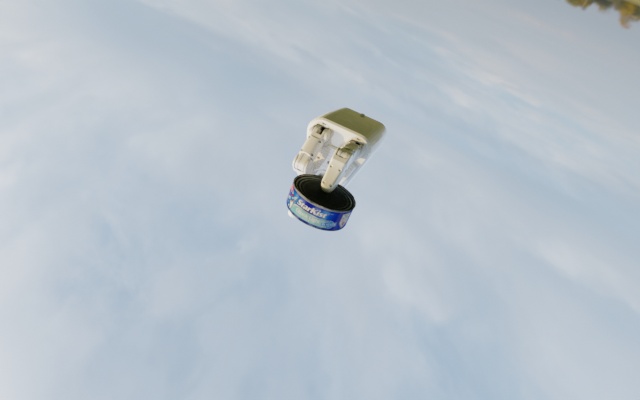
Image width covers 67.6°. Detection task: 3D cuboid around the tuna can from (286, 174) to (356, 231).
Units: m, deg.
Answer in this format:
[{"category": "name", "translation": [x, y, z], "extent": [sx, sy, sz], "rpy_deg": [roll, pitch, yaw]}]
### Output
[{"category": "tuna can", "translation": [0.000, 0.003, 0.615], "extent": [0.086, 0.034, 0.086], "rpy_deg": [19, 26, -10]}]
